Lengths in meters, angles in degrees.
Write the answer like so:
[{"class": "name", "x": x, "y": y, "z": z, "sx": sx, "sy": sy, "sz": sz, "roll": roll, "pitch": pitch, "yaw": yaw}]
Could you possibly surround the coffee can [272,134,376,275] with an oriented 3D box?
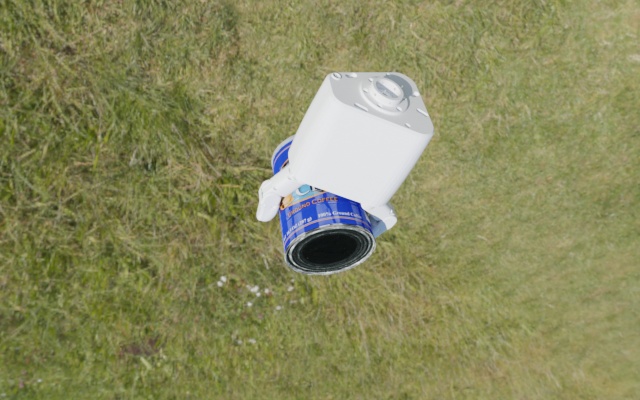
[{"class": "coffee can", "x": 0.000, "y": 0.002, "z": 0.565, "sx": 0.103, "sy": 0.140, "sz": 0.103, "roll": -7, "pitch": -36, "yaw": -5}]
